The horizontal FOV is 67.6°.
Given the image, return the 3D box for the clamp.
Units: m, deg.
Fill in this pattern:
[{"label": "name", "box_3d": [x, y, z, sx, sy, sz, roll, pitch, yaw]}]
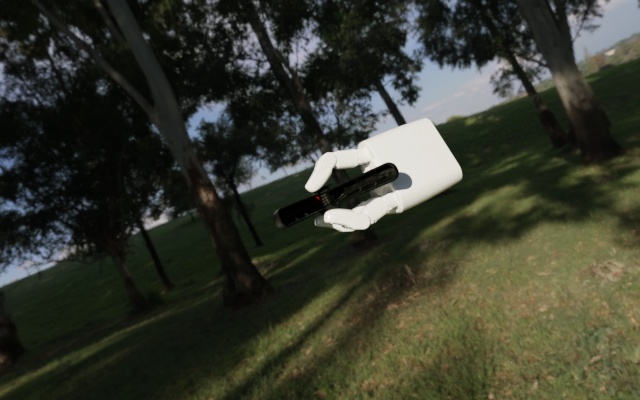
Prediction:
[{"label": "clamp", "box_3d": [0.000, 0.001, 0.659, 0.164, 0.036, 0.210, -22, 0, -15]}]
